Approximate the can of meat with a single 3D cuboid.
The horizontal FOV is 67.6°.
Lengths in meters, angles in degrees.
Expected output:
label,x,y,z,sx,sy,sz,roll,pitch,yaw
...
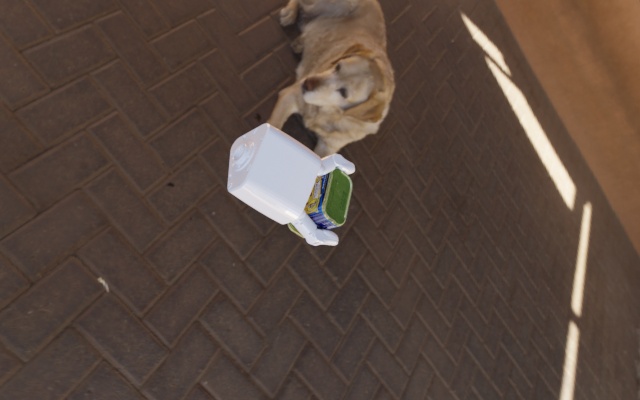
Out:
label,x,y,z,sx,sy,sz,roll,pitch,yaw
can of meat,0.000,0.003,0.781,0.084,0.102,0.057,-19,-44,42
